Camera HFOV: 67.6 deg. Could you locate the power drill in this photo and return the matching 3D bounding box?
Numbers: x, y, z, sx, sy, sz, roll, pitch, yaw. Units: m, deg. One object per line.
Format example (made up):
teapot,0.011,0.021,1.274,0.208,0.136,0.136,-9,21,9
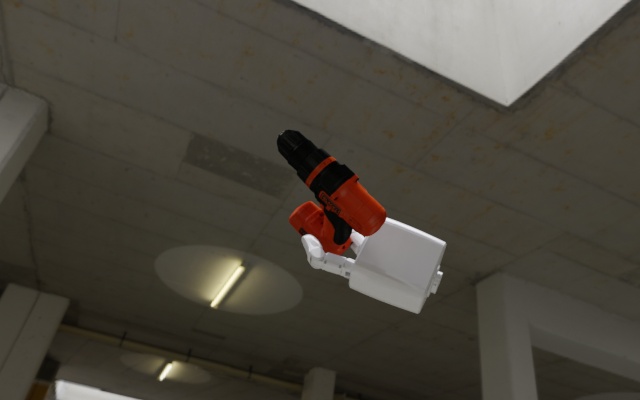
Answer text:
power drill,0.000,0.003,0.690,0.057,0.184,0.188,-39,-13,-22
